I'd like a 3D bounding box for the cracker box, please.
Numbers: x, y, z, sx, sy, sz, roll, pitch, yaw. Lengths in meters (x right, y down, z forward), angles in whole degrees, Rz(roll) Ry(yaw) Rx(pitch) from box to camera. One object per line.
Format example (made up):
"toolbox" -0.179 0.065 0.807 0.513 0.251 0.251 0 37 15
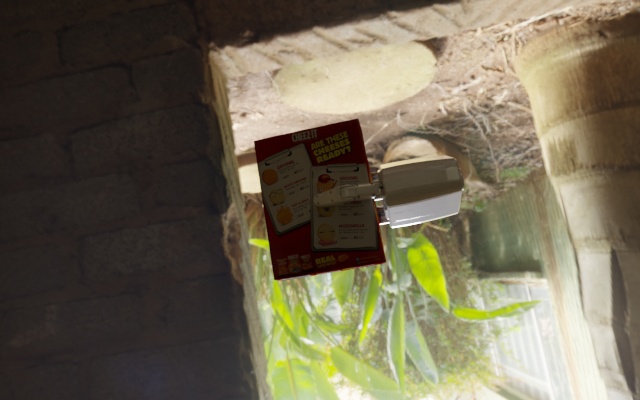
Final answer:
"cracker box" 0.000 0.003 0.721 0.164 0.213 0.072 -11 -10 8
